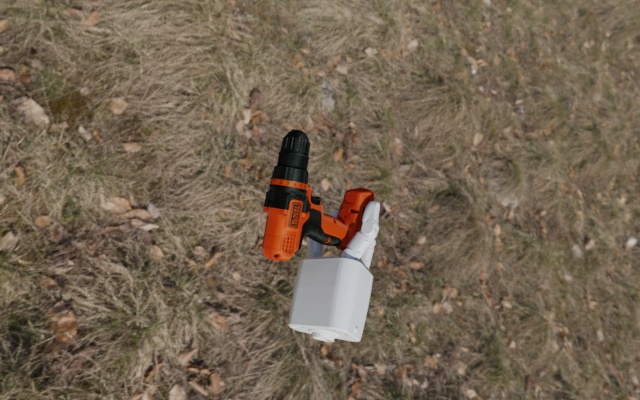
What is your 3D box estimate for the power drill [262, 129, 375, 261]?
[{"bbox_3d":[0.000,0.003,0.714,0.188,0.184,0.057,12,-2,-43],"label":"power drill"}]
